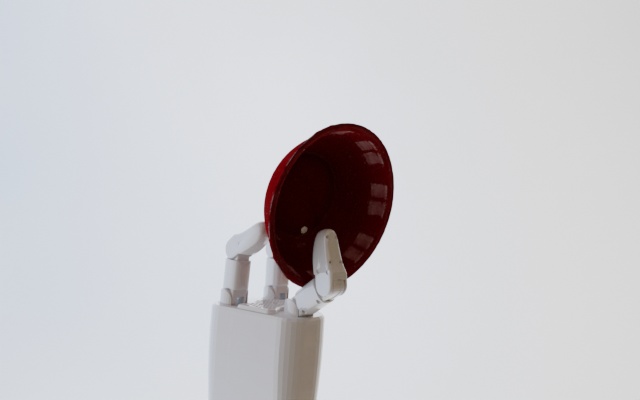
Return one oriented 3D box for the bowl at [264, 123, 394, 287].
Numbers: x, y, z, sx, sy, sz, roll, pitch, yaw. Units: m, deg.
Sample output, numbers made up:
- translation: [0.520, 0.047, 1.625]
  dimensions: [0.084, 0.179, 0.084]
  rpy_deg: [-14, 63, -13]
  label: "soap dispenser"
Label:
- translation: [0.000, 0.000, 0.467]
  dimensions: [0.162, 0.162, 0.055]
  rpy_deg: [0, 15, -43]
  label: "bowl"
